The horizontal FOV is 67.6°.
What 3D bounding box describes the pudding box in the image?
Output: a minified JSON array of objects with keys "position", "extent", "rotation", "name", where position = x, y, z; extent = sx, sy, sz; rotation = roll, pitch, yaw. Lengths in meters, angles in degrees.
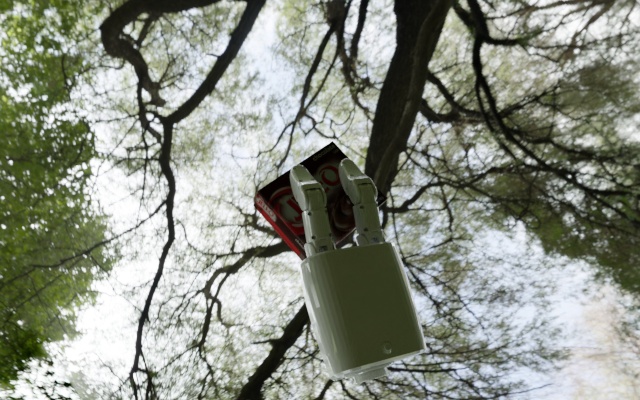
[{"position":[0.000,0.002,0.505],"extent":[0.113,0.090,0.039],"rotation":[-37,-11,-31],"name":"pudding box"}]
